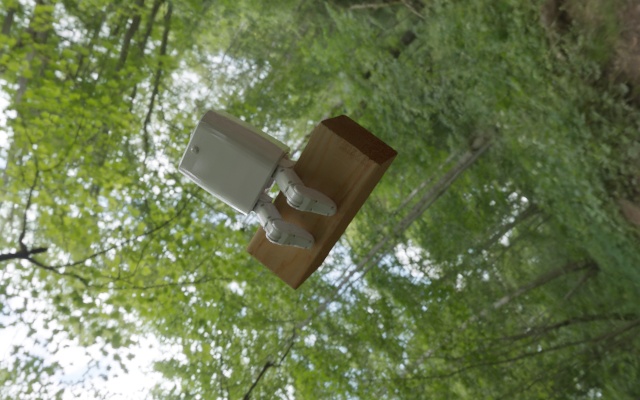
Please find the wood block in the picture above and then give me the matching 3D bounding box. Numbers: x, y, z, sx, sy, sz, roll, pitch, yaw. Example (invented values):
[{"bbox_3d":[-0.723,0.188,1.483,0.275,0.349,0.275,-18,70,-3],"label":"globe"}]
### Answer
[{"bbox_3d":[0.000,0.002,0.624,0.090,0.206,0.091,37,26,9],"label":"wood block"}]
